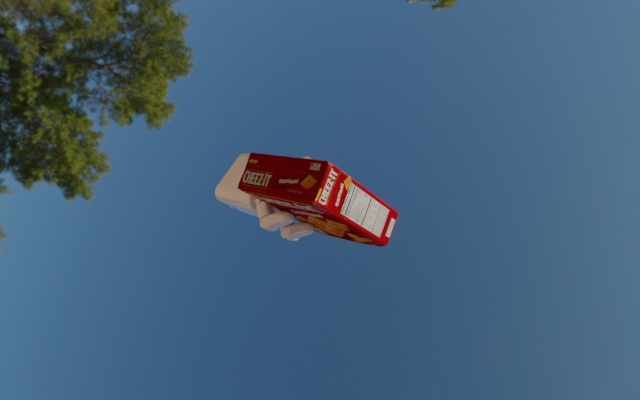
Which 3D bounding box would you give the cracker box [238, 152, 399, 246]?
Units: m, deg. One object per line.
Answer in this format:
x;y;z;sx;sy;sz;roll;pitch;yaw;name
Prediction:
0.000;0.002;0.768;0.164;0.072;0.214;10;-14;40;cracker box
